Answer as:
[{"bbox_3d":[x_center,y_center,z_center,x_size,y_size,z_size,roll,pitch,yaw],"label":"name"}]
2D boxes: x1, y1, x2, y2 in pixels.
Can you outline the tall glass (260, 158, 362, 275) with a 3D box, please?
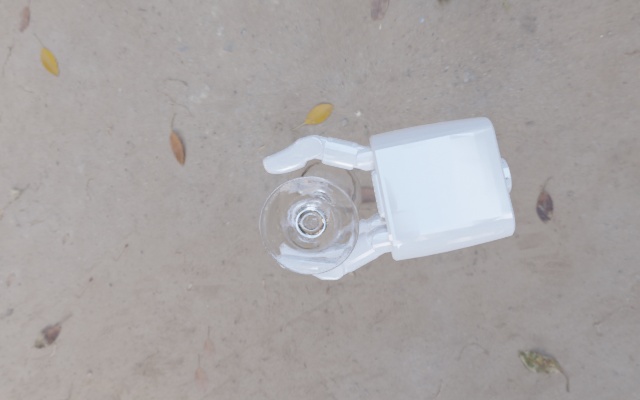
[{"bbox_3d":[0.000,0.002,0.447,0.079,0.079,0.201,0,10,5],"label":"tall glass"}]
